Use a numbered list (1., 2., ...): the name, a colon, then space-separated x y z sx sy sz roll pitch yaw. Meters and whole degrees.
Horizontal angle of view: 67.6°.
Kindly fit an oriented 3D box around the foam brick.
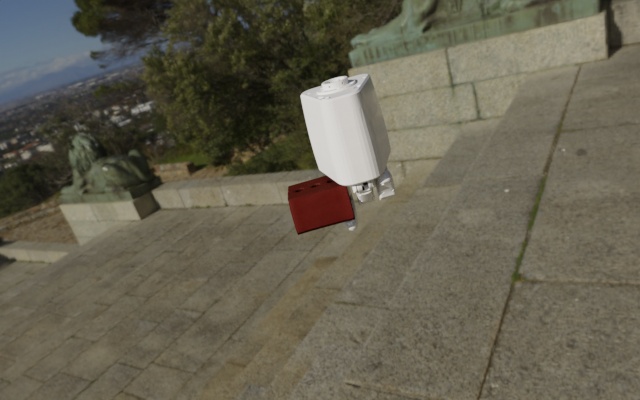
1. foam brick: 0.000 0.002 0.620 0.078 0.051 0.053 -16 23 4
